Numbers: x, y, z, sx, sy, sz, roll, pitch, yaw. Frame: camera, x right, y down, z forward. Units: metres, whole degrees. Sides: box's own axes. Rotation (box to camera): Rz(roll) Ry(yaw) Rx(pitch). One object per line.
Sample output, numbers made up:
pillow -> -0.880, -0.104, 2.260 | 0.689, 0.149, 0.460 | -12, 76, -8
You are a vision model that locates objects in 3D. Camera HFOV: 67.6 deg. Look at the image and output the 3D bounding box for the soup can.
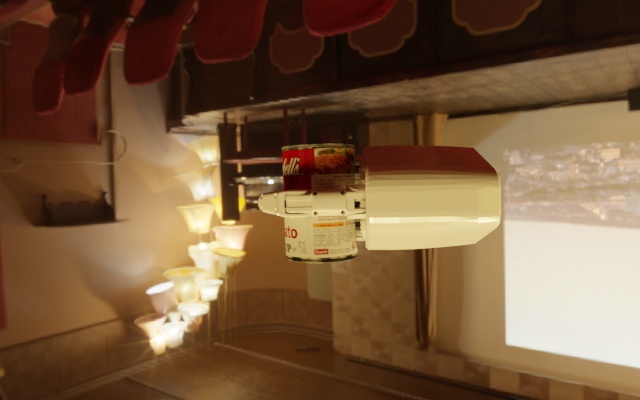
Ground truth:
soup can -> 0.000, 0.002, 0.438 | 0.068, 0.102, 0.068 | -2, 2, 0
